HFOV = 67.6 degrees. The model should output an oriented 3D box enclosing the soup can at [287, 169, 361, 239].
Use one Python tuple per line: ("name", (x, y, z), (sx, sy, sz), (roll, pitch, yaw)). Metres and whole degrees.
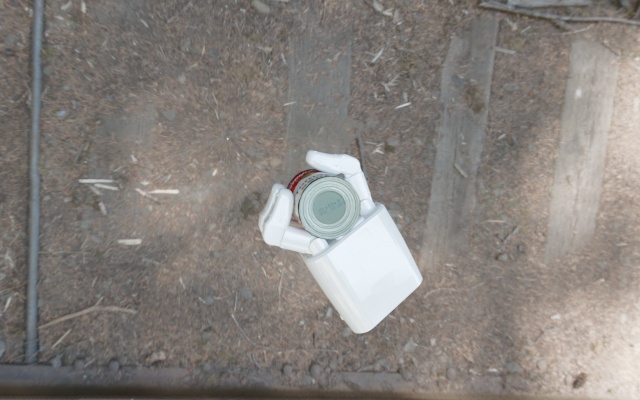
("soup can", (0.000, 0.001, 0.533), (0.068, 0.068, 0.102), (0, 7, -11))
